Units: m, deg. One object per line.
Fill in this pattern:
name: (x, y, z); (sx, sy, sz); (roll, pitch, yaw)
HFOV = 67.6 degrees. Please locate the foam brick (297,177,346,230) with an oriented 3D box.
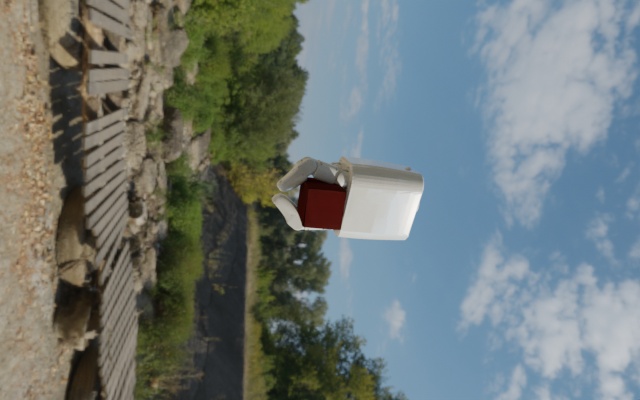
foam brick: (0.000, 0.002, 0.635); (0.051, 0.053, 0.078); (6, 14, -10)
